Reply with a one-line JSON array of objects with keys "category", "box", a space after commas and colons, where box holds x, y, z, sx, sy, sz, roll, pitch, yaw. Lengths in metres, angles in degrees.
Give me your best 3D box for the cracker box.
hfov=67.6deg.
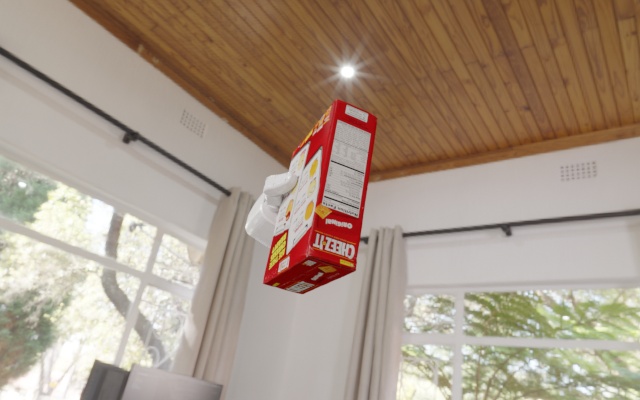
[{"category": "cracker box", "box": [0.000, 0.002, 0.631, 0.072, 0.213, 0.164, 18, -26, -17]}]
